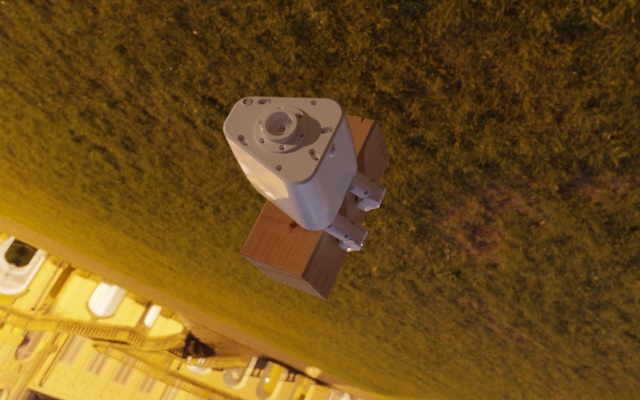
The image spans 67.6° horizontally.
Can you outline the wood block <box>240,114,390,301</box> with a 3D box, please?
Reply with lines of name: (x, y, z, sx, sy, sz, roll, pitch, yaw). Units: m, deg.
wood block: (0.000, 0.002, 0.587, 0.091, 0.206, 0.090, 17, -20, 27)
